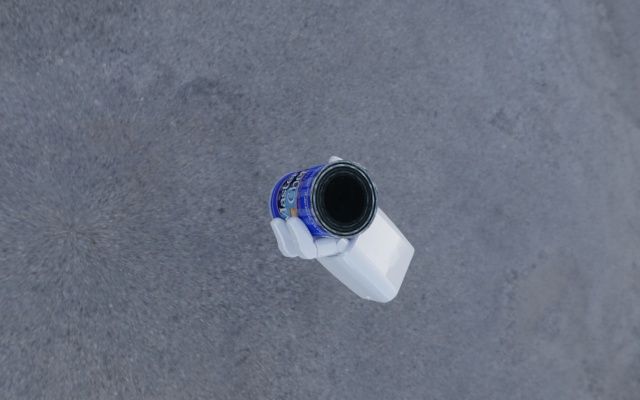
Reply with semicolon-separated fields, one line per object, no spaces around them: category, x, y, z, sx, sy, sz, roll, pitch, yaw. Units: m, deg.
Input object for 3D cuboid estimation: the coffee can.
coffee can;0.000;0.002;0.674;0.103;0.103;0.140;0;-3;-28
